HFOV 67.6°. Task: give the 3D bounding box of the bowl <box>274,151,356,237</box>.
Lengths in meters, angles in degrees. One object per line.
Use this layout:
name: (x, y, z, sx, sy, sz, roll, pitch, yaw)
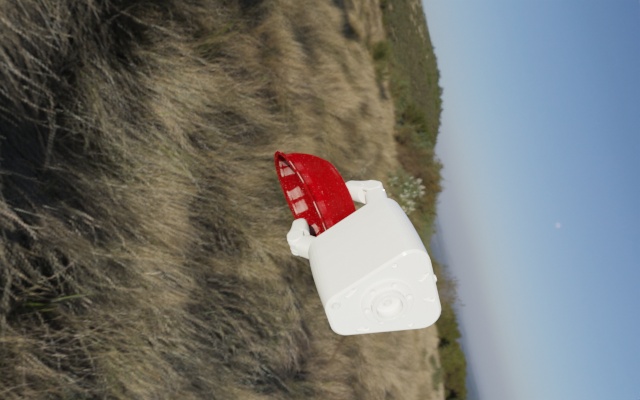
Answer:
bowl: (0.000, 0.001, 0.604, 0.055, 0.162, 0.162, -26, 6, -13)
